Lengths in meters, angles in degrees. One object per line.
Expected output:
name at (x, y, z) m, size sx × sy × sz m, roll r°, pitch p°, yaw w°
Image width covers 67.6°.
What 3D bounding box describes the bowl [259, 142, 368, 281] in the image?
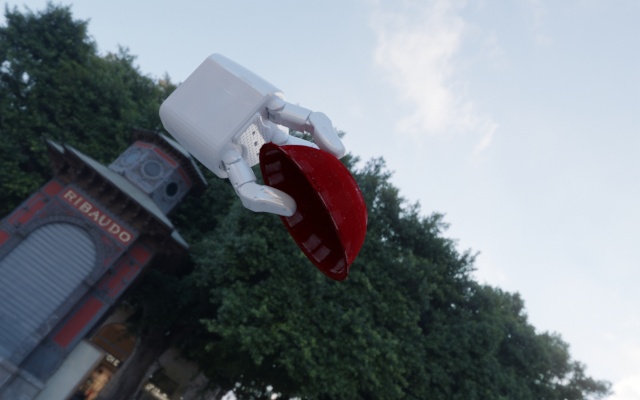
bowl at (0.001, 0.002, 0.500) m, size 0.055 × 0.162 × 0.162 m, roll -30°, pitch 10°, yaw -19°
